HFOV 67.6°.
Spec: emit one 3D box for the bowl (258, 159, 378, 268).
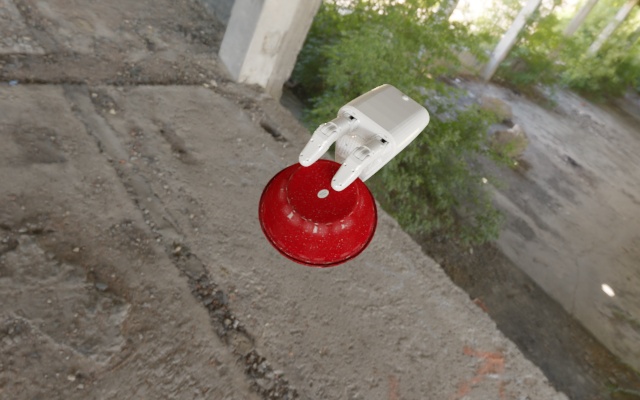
[{"bbox_3d":[0.000,0.003,0.618,0.162,0.162,0.055,0,-29,-7],"label":"bowl"}]
